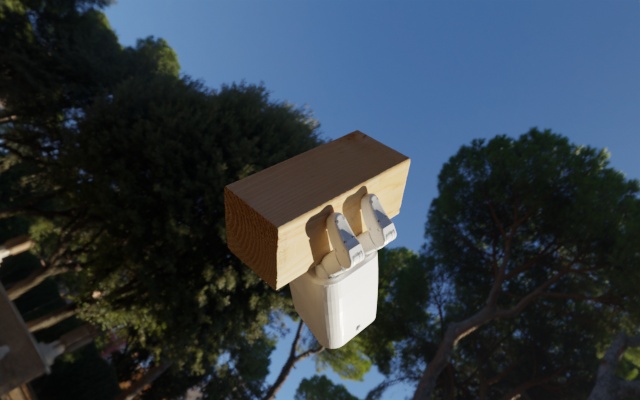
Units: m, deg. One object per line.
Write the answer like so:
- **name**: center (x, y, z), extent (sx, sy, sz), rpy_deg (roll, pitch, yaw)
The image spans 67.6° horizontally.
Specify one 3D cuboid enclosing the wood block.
- **wood block**: center (0.000, 0.002, 0.558), extent (0.206, 0.090, 0.090), rpy_deg (-28, 47, -36)
